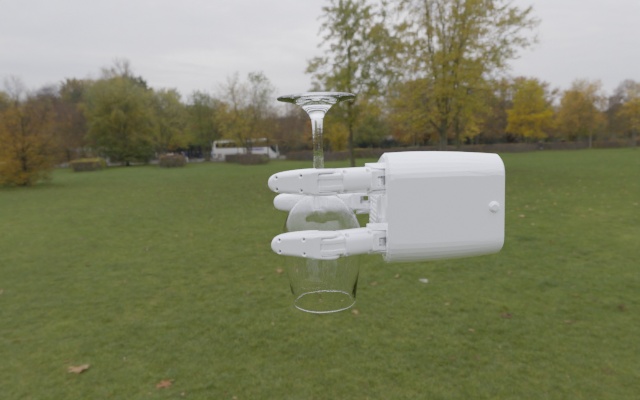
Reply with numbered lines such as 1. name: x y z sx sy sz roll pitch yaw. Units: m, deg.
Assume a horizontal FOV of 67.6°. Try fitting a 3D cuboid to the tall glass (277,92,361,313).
1. tall glass: 0.000 0.001 0.460 0.079 0.201 0.079 -2 7 0
